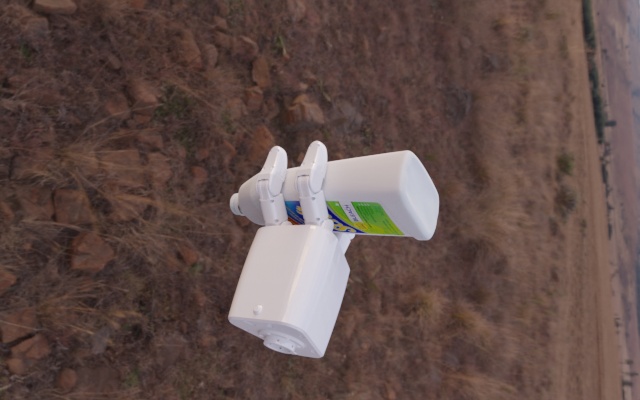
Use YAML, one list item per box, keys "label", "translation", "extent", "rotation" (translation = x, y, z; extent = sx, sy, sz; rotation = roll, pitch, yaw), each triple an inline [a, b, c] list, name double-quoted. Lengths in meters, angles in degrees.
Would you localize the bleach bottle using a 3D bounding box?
- label: "bleach bottle"
  translation: [0.000, 0.002, 0.556]
  extent: [0.251, 0.068, 0.103]
  rotation: [-4, -37, 34]
